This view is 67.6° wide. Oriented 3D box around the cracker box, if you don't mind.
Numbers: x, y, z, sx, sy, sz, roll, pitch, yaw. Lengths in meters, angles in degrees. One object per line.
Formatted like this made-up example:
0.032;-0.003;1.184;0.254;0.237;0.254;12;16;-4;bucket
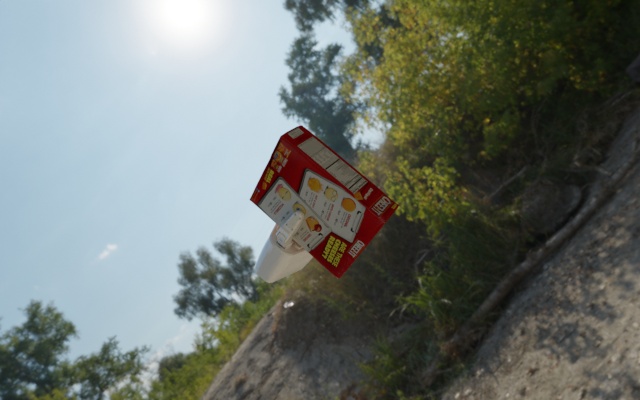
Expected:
0.000;0.003;0.804;0.072;0.213;0.164;-41;-12;-47;cracker box
